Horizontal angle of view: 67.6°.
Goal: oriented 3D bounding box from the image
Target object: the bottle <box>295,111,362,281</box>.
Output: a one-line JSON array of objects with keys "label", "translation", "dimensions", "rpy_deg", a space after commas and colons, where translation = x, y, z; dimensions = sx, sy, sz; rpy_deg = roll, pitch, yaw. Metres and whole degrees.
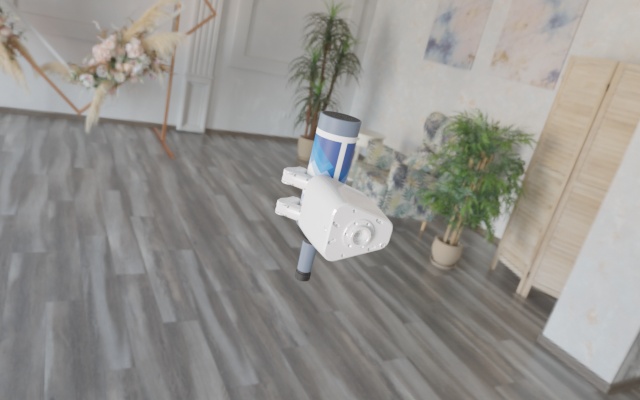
[{"label": "bottle", "translation": [0.000, 0.002, 0.800], "dimensions": [0.069, 0.296, 0.069], "rpy_deg": [12, 20, -4]}]
